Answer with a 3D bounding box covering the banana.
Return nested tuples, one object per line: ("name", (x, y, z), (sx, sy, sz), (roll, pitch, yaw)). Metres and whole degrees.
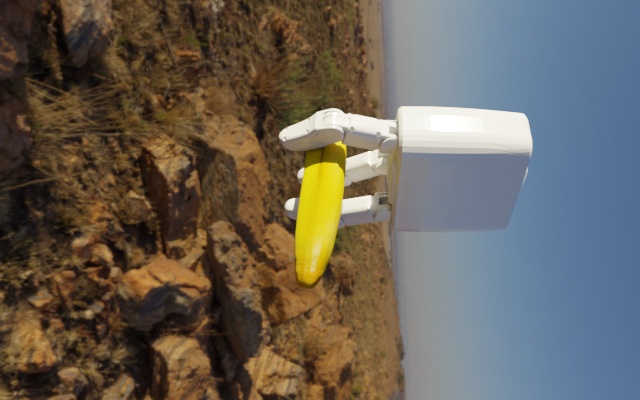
("banana", (0.002, -0.015, 0.421), (0.037, 0.070, 0.197), (6, 38, -1))
